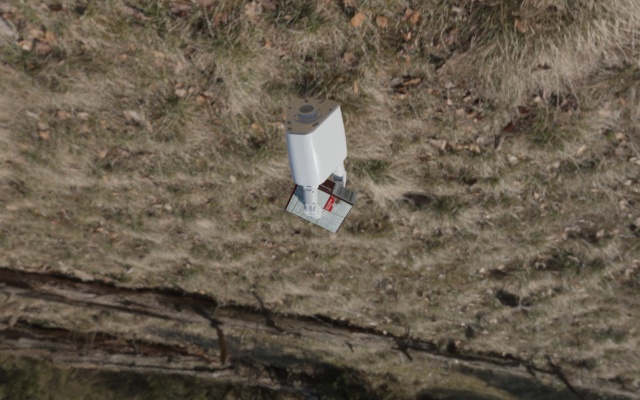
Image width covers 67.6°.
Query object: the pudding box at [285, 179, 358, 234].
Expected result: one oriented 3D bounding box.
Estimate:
[{"bbox_3d":[0.000,0.003,0.890,0.113,0.039,0.090,26,-46,-3],"label":"pudding box"}]
